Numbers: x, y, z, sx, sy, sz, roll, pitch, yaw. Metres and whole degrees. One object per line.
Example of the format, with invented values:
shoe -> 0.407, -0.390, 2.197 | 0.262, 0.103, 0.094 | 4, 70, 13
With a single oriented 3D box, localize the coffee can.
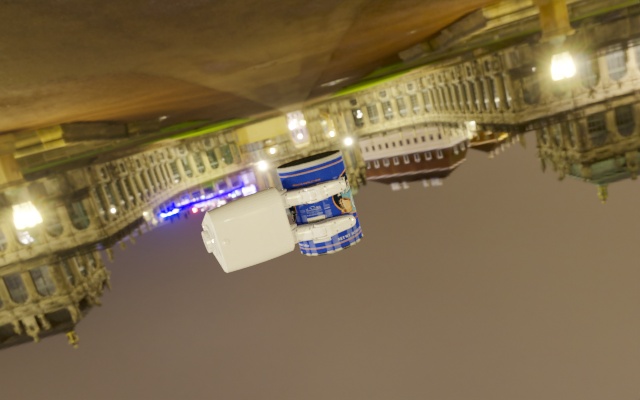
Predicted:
coffee can -> 0.000, 0.002, 0.744 | 0.103, 0.140, 0.103 | -15, 10, 3
